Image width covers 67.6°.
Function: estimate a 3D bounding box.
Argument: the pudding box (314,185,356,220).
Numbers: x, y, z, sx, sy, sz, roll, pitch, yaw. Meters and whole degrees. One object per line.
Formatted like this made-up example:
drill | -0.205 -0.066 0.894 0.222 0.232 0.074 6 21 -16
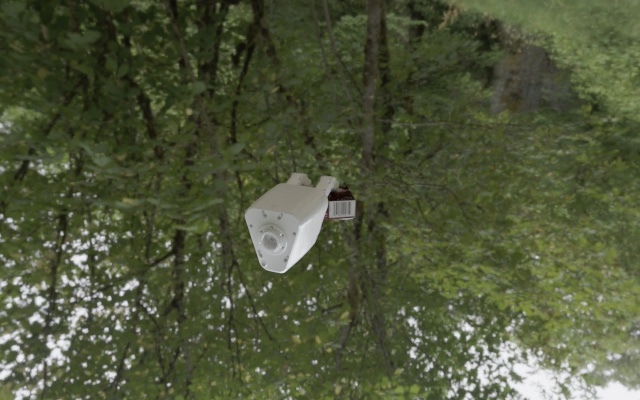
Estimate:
pudding box | 0.000 0.003 0.851 0.113 0.039 0.090 -1 19 -7
